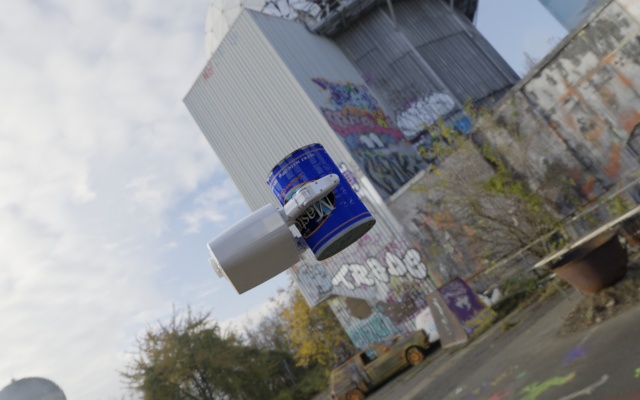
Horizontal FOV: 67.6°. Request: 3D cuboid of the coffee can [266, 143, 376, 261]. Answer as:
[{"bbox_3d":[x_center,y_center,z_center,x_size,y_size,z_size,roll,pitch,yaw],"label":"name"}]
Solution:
[{"bbox_3d":[0.000,0.002,0.699,0.103,0.140,0.103,-31,-15,-10],"label":"coffee can"}]
